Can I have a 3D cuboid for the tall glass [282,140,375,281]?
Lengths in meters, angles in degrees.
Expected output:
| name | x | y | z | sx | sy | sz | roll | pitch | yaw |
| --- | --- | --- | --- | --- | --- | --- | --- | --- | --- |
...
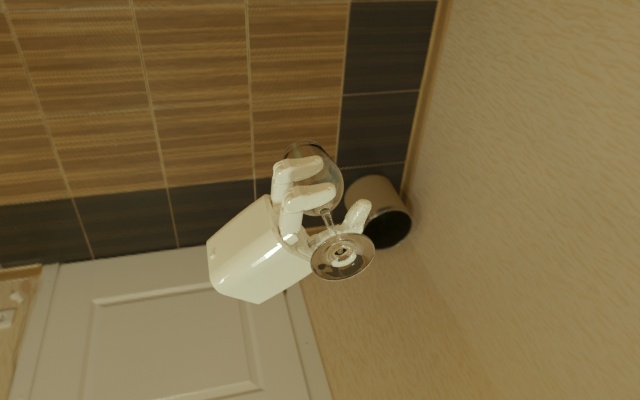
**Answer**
| name | x | y | z | sx | sy | sz | roll | pitch | yaw |
| --- | --- | --- | --- | --- | --- | --- | --- | --- | --- |
| tall glass | 0.000 | 0.002 | 0.599 | 0.079 | 0.079 | 0.201 | 0 | 39 | -18 |
